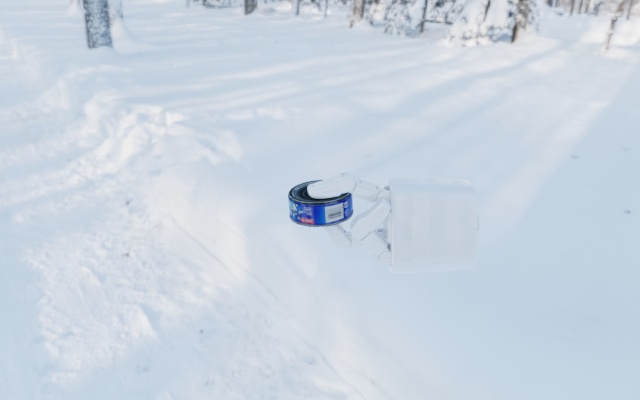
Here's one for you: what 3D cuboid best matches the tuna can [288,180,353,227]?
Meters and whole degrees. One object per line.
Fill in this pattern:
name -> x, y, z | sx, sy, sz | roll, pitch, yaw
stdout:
tuna can -> 0.000, 0.002, 0.631 | 0.086, 0.034, 0.086 | -4, 23, 2
